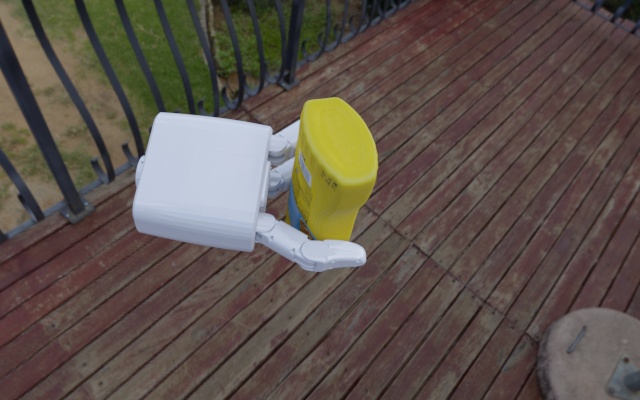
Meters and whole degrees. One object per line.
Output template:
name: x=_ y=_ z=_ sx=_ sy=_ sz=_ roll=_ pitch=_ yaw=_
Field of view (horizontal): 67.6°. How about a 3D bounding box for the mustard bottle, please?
mustard bottle: x=0.000 y=0.001 z=0.460 sx=0.058 sy=0.096 sz=0.192 roll=-12 pitch=-32 yaw=-19
